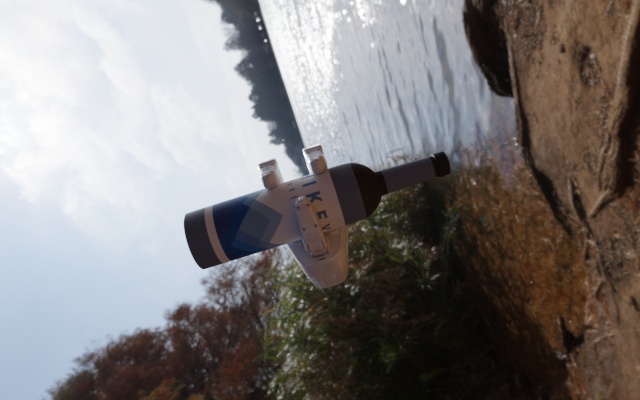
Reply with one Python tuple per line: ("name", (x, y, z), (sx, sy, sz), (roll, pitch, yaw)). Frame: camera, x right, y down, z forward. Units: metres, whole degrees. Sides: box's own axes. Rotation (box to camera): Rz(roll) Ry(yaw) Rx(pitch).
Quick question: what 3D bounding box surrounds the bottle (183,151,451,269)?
("bottle", (0.000, 0.002, 0.535), (0.296, 0.069, 0.069), (-17, 0, 0))
